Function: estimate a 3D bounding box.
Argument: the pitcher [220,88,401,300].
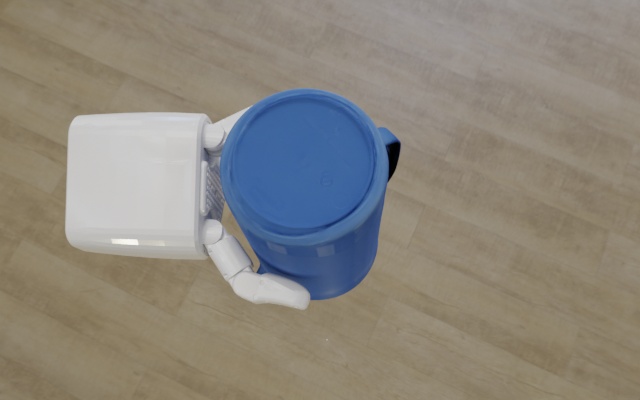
[{"bbox_3d":[0.000,0.001,0.410,0.145,0.149,0.243,3,-16,2],"label":"pitcher"}]
